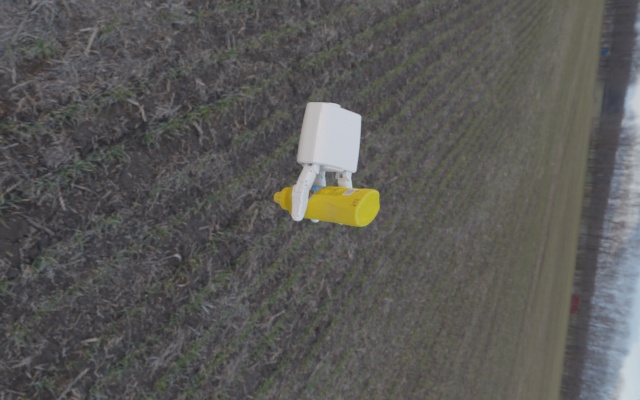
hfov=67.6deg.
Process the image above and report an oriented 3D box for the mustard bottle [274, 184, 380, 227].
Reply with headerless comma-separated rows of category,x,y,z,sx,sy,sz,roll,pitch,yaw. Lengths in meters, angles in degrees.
mustard bottle,0.000,0.003,0.843,0.191,0.058,0.096,7,23,29
